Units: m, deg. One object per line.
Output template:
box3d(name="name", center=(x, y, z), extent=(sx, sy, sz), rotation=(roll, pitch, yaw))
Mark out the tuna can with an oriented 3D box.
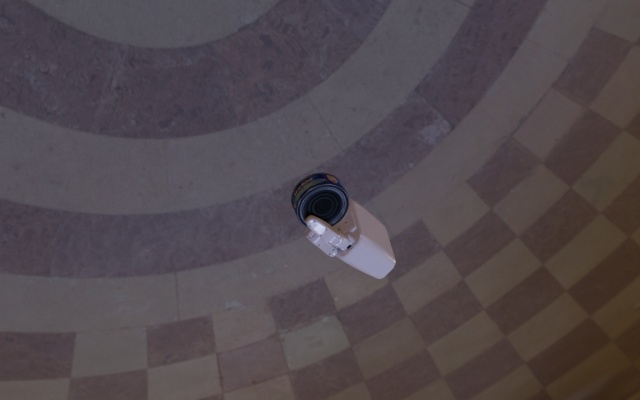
box3d(name="tuna can", center=(0.000, 0.003, 0.731), extent=(0.086, 0.086, 0.033), rotation=(0, 32, -19))
